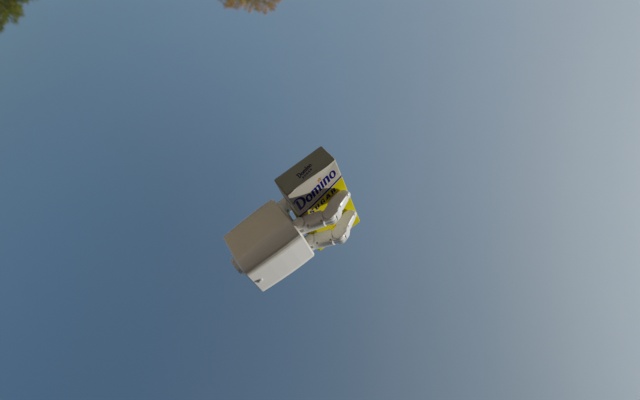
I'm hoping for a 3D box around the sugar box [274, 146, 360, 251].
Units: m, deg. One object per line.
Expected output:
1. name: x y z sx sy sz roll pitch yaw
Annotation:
1. sugar box: 0.000 0.003 0.777 0.093 0.048 0.176 -37 -35 -7
